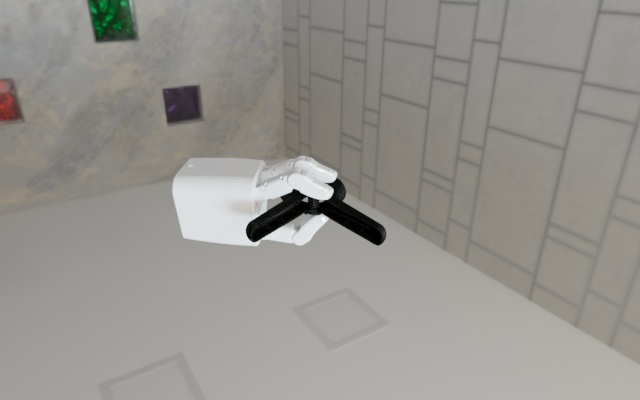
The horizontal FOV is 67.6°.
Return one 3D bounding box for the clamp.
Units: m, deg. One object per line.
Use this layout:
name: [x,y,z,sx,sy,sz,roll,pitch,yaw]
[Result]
clamp: [0.000,0.003,0.636,0.164,0.036,0.210,6,26,1]
